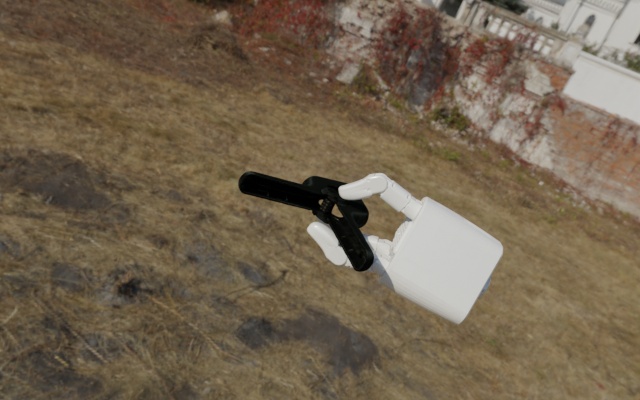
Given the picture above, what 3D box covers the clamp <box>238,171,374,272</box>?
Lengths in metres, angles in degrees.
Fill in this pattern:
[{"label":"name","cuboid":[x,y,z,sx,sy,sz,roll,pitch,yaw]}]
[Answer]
[{"label":"clamp","cuboid":[0.001,0.001,0.574,0.164,0.036,0.210,33,17,3]}]
